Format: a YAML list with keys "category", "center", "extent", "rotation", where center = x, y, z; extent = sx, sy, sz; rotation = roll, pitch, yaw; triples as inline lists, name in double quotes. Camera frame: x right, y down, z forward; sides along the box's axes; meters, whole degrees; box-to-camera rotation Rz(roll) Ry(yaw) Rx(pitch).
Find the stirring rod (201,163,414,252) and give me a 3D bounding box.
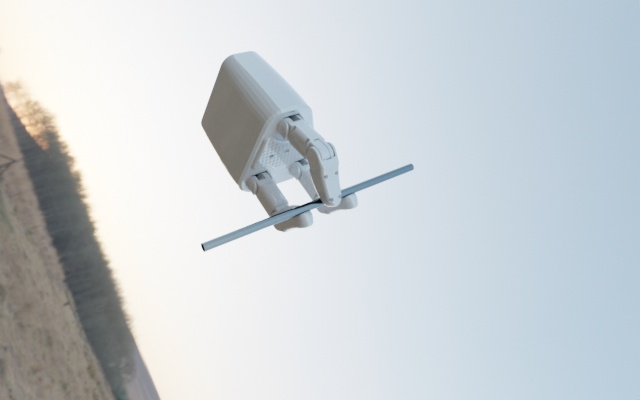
- category: "stirring rod"
  center: [0.000, 0.001, 0.455]
  extent: [0.239, 0.011, 0.011]
  rotation: [-21, 11, -29]
